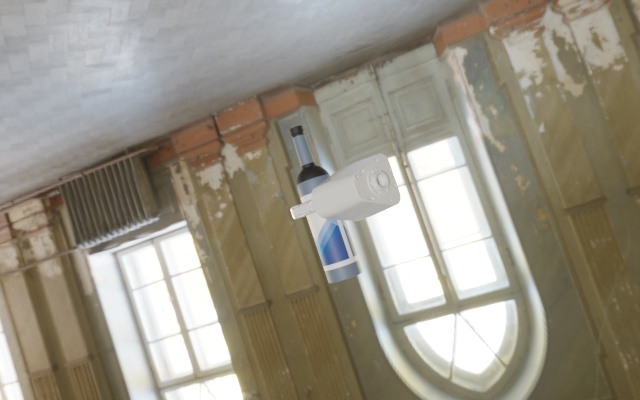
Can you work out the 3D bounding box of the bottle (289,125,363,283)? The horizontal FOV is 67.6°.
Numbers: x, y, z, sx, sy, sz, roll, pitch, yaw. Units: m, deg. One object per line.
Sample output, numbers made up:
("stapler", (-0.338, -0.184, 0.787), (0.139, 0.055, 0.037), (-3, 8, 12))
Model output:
("bottle", (0.000, 0.003, 0.889), (0.069, 0.295, 0.069), (-19, -3, -1))
